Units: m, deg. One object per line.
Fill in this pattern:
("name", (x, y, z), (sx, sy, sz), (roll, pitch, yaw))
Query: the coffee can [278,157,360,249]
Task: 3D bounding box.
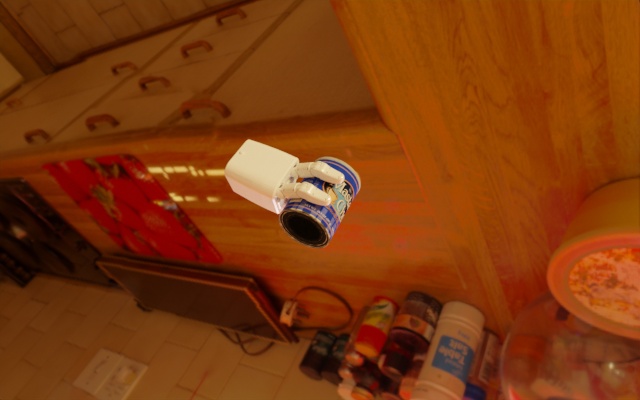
("coffee can", (0.000, 0.003, 0.883), (0.103, 0.140, 0.103), (21, -36, 16))
